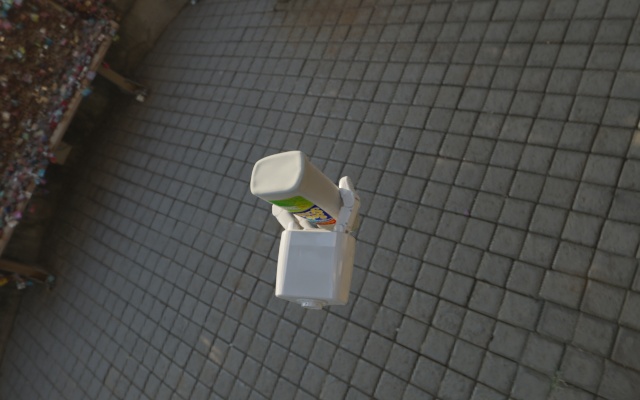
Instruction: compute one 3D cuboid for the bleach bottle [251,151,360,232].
[{"bbox_3d":[0.000,0.003,0.794,0.102,0.068,0.251,-7,-24,33],"label":"bleach bottle"}]
